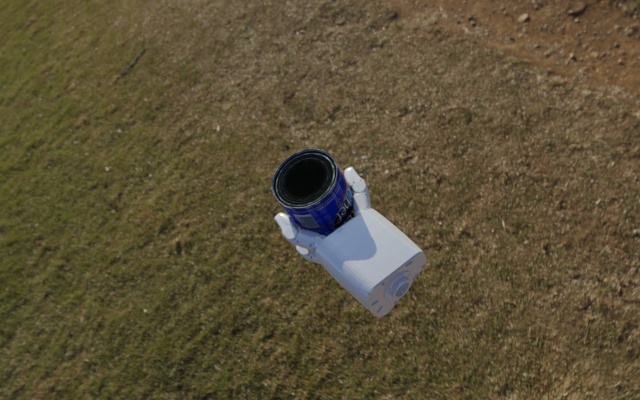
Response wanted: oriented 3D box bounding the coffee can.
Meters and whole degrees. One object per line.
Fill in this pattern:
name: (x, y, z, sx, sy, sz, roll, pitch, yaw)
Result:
coffee can: (0.000, 0.002, 0.736, 0.103, 0.102, 0.140, 0, -30, 23)
